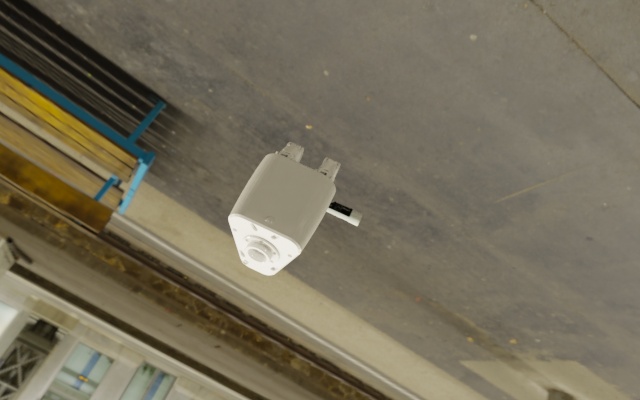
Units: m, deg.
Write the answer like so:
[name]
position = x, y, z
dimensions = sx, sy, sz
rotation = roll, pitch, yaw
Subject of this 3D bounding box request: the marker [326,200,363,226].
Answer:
[marker]
position = 0.000, 0.002, 0.663
dimensions = 0.121, 0.020, 0.020
rotation = 25, 2, 4
